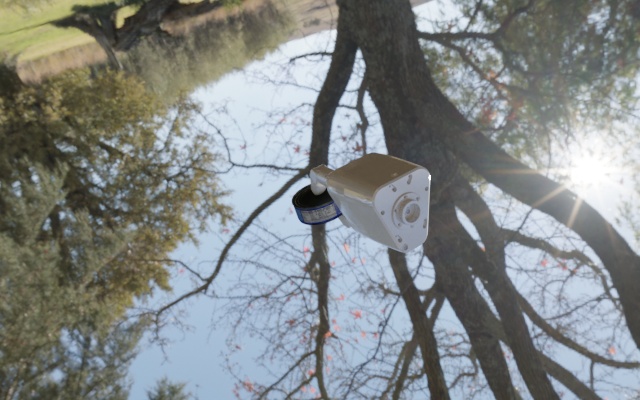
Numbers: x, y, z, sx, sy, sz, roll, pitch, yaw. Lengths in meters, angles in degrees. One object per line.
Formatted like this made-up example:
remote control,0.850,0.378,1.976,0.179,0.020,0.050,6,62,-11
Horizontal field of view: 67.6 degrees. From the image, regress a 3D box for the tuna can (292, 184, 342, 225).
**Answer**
tuna can,0.000,0.003,0.750,0.086,0.034,0.086,-15,27,8
